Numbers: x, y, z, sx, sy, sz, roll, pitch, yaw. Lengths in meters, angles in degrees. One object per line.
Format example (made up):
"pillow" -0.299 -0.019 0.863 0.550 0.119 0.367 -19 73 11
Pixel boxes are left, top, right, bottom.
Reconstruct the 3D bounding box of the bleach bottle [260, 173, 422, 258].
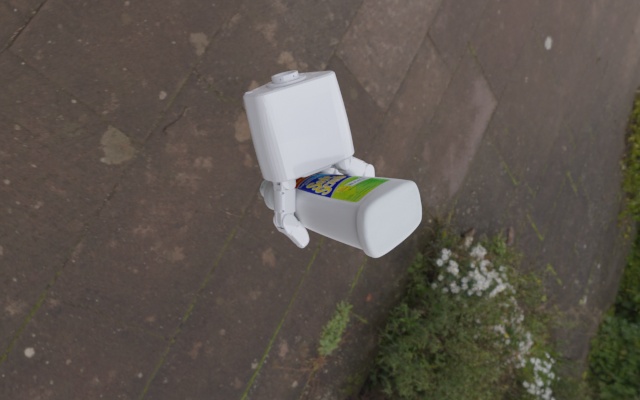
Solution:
"bleach bottle" 0.000 0.002 0.615 0.102 0.068 0.251 -30 27 -36
